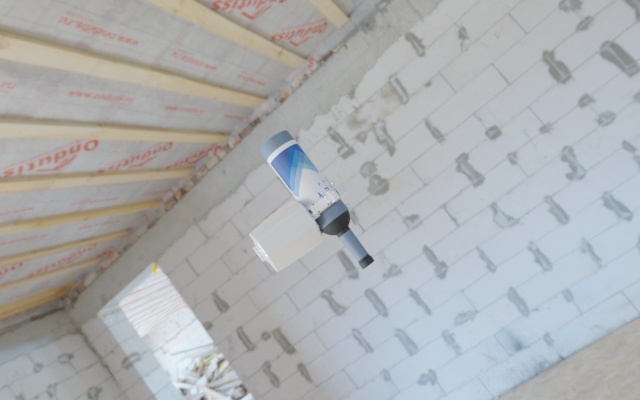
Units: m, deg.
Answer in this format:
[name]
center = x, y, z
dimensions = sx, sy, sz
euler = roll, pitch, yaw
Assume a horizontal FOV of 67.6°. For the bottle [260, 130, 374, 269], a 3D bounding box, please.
[bottle]
center = 0.000, 0.003, 0.896
dimensions = 0.069, 0.295, 0.069
euler = -37, -6, -5
